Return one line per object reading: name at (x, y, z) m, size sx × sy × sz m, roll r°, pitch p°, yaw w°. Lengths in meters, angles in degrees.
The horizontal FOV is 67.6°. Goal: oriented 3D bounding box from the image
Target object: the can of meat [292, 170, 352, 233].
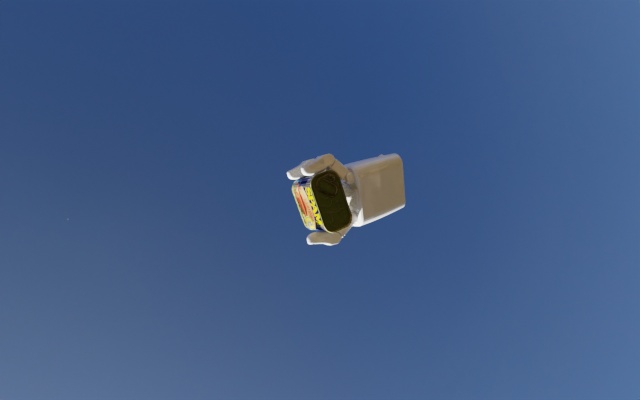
can of meat at (0.000, 0.003, 0.825) m, size 0.057 × 0.102 × 0.084 m, roll -23°, pitch 9°, yaw -26°
